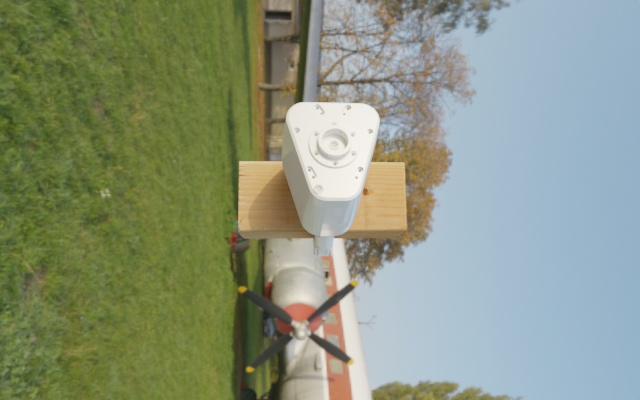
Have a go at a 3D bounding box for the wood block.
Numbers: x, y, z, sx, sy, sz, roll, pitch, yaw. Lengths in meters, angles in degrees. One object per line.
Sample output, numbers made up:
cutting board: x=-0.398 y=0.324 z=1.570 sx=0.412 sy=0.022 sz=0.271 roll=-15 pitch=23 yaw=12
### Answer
wood block: x=0.000 y=0.002 z=0.626 sx=0.206 sy=0.091 sz=0.090 roll=0 pitch=-10 yaw=-4
